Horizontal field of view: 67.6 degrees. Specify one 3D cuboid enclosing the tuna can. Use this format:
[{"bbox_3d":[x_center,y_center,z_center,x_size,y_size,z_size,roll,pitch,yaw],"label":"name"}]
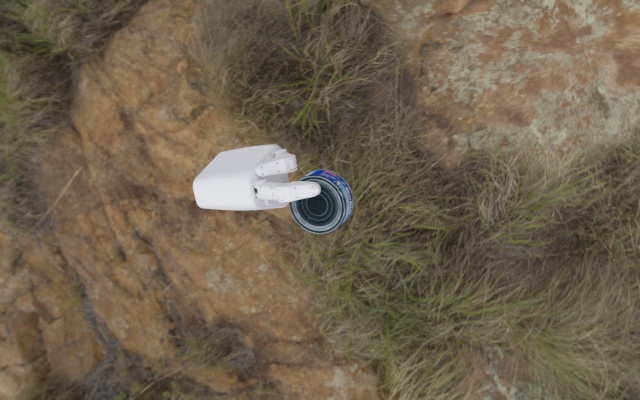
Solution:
[{"bbox_3d":[0.000,0.002,0.659,0.086,0.086,0.033,0,16,22],"label":"tuna can"}]
